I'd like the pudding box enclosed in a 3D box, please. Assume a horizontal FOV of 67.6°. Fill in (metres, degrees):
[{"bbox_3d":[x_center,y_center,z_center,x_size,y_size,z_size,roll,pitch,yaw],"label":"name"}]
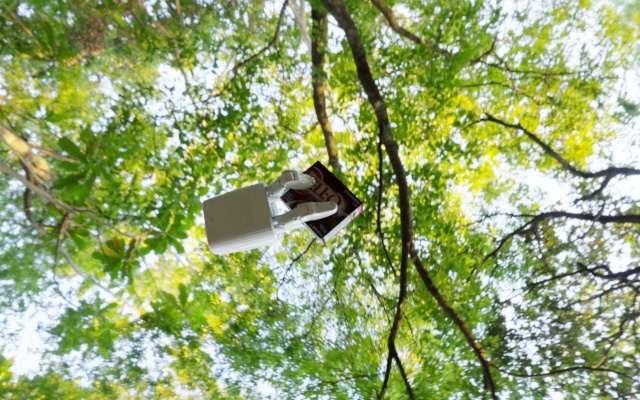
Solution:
[{"bbox_3d":[0.000,0.003,0.770,0.090,0.113,0.039,-41,-21,-11],"label":"pudding box"}]
